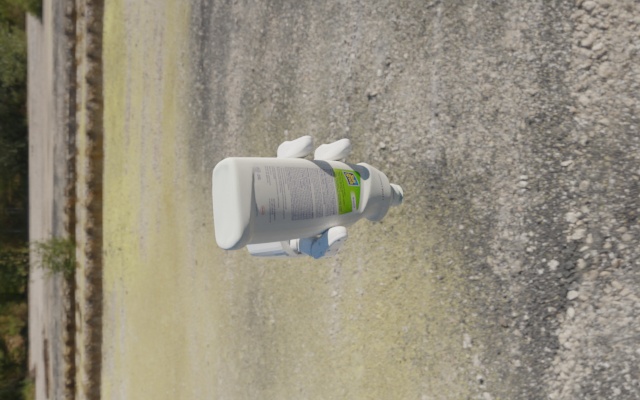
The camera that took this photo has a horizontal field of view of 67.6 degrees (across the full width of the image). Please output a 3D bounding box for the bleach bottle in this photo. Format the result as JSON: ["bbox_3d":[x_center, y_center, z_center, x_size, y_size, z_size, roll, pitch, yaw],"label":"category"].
[{"bbox_3d":[0.000,0.002,0.578,0.251,0.102,0.068,0,-8,-34],"label":"bleach bottle"}]
